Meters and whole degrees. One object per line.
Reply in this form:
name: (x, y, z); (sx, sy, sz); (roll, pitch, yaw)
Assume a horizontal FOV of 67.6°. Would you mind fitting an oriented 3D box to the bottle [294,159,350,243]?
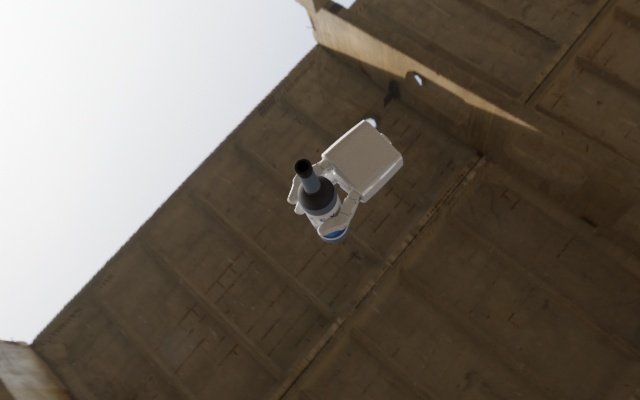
bottle: (0.000, 0.003, 0.856); (0.069, 0.069, 0.296); (0, -22, 12)
